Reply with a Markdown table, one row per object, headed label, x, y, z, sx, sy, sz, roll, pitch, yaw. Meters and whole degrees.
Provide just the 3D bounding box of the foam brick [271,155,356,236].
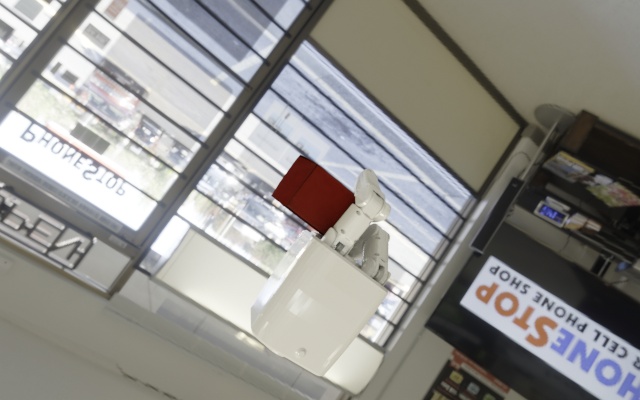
| label | x | y | z | sx | sy | sz | roll | pitch | yaw |
| --- | --- | --- | --- | --- | --- | --- | --- | --- | --- |
| foam brick | 0.000 | 0.001 | 0.470 | 0.078 | 0.051 | 0.053 | 39 | -1 | -24 |
